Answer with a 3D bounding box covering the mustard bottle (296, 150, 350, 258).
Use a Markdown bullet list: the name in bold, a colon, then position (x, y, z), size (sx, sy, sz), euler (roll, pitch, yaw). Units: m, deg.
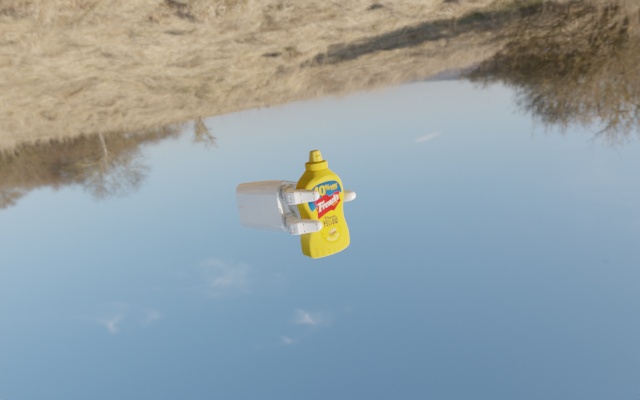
- **mustard bottle**: position (0.000, 0.003, 0.880), size (0.096, 0.192, 0.058), euler (-16, 15, -33)
